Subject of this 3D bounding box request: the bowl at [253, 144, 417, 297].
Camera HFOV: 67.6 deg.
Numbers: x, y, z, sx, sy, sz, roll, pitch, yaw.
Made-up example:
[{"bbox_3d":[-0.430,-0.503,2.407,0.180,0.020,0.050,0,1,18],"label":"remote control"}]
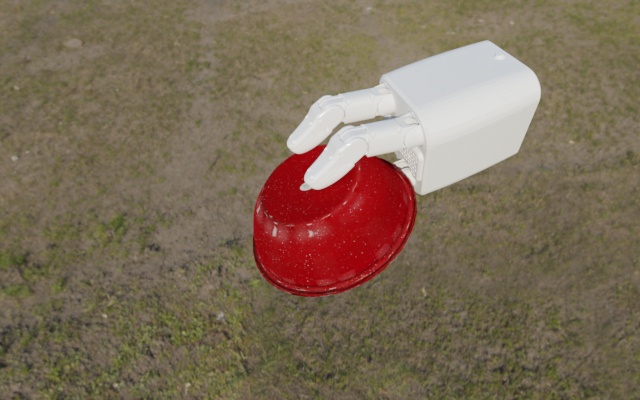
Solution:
[{"bbox_3d":[-0.001,0.002,0.424,0.162,0.162,0.055,0,-38,28],"label":"bowl"}]
